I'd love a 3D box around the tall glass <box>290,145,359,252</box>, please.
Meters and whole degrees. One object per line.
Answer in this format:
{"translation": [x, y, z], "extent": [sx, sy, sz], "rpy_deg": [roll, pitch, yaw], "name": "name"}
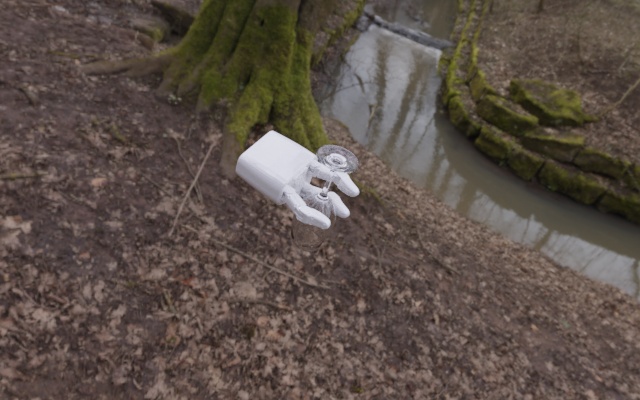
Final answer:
{"translation": [0.000, 0.002, 0.853], "extent": [0.079, 0.201, 0.079], "rpy_deg": [13, 39, -10], "name": "tall glass"}
